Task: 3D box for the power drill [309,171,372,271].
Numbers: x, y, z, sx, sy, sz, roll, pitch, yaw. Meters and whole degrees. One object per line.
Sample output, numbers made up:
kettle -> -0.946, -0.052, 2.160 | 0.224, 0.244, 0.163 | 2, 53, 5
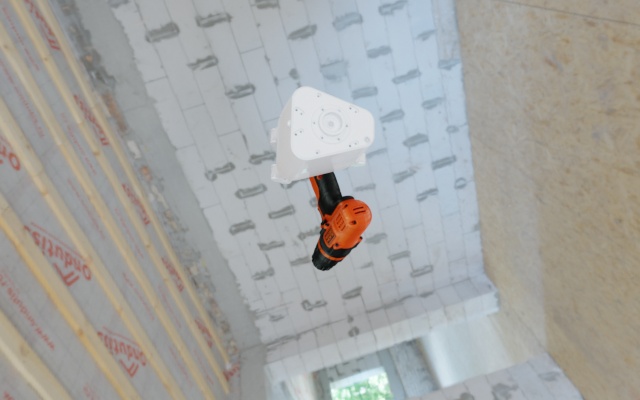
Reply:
power drill -> 0.000, 0.002, 0.742 | 0.057, 0.187, 0.184 | -15, -24, -29
